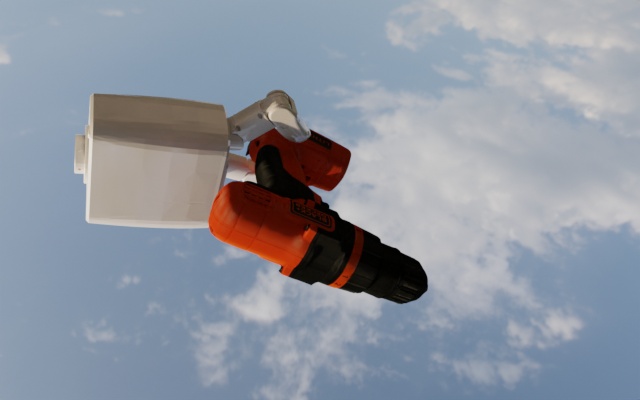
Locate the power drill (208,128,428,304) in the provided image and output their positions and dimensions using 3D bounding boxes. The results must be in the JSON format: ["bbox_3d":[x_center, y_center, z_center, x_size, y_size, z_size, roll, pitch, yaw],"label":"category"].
[{"bbox_3d":[0.000,0.001,0.425,0.184,0.057,0.187,25,25,-19],"label":"power drill"}]
